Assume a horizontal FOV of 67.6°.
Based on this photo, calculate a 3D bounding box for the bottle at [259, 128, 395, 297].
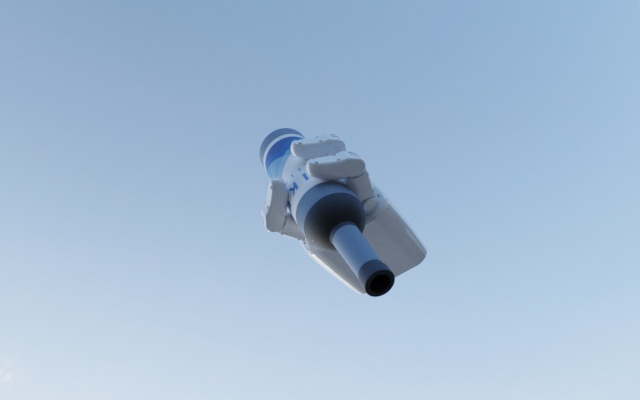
[{"bbox_3d":[0.000,0.002,0.510,0.069,0.069,0.295,0,27,-22],"label":"bottle"}]
